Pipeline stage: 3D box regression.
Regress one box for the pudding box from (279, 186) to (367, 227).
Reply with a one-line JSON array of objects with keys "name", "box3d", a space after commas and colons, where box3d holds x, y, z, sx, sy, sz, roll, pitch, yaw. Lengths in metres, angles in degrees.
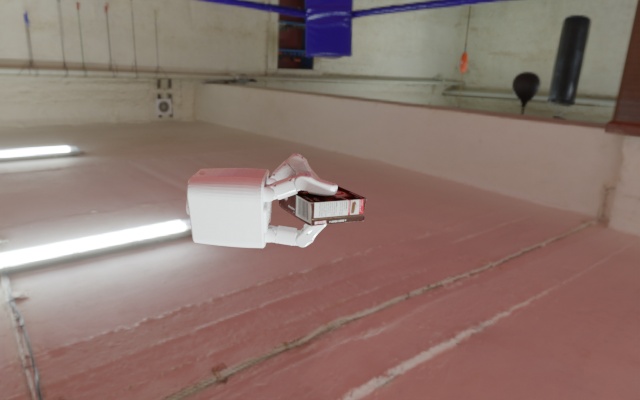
[{"name": "pudding box", "box3d": [0.000, 0.002, 0.703, 0.090, 0.039, 0.113, -5, 18, -27]}]
